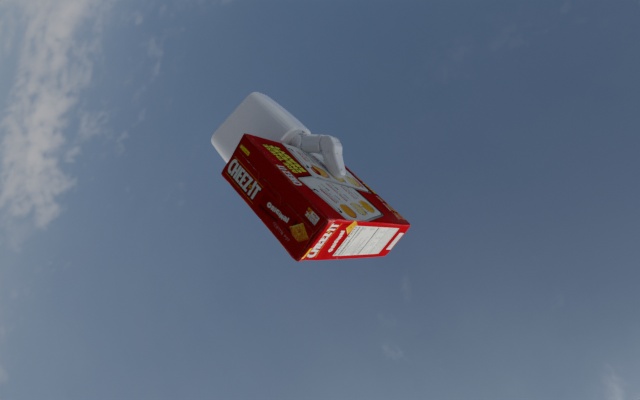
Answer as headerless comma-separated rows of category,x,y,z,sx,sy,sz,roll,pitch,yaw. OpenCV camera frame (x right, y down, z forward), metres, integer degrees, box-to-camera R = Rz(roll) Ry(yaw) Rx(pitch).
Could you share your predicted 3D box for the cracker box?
cracker box,0.000,0.002,0.627,0.164,0.072,0.214,45,21,28
